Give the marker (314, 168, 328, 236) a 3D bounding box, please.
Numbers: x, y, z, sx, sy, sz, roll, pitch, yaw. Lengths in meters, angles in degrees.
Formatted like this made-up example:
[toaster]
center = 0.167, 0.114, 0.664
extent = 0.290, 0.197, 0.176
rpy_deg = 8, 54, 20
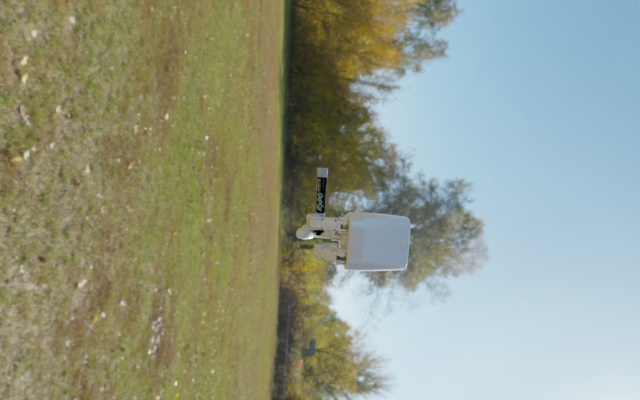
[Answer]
[marker]
center = 0.000, 0.003, 0.850
extent = 0.020, 0.121, 0.020
rpy_deg = 4, 8, 0
